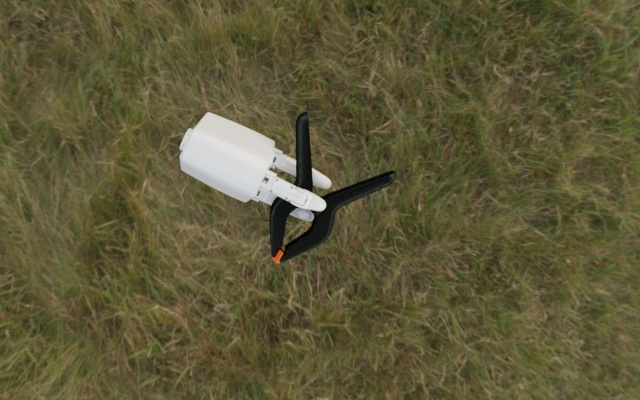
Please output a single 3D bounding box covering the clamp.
[{"bbox_3d":[0.000,0.003,0.684,0.164,0.210,0.036,26,6,-9],"label":"clamp"}]
